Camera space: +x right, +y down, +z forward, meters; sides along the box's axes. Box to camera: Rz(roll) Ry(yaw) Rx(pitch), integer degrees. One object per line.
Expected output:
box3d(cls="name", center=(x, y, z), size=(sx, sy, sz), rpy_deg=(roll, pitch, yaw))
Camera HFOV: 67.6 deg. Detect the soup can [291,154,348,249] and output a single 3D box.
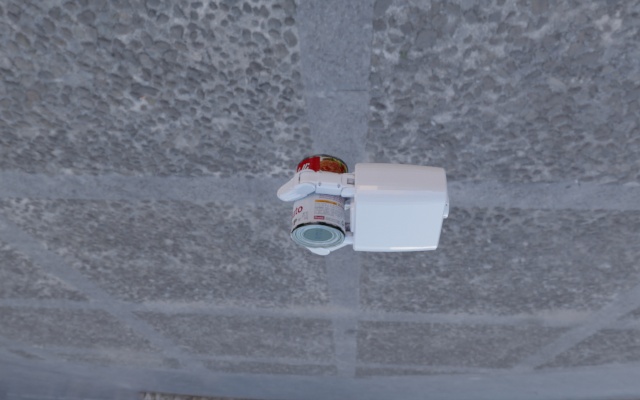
box3d(cls="soup can", center=(0.000, 0.002, 0.604), size=(0.068, 0.102, 0.068), rpy_deg=(3, -31, 2))
